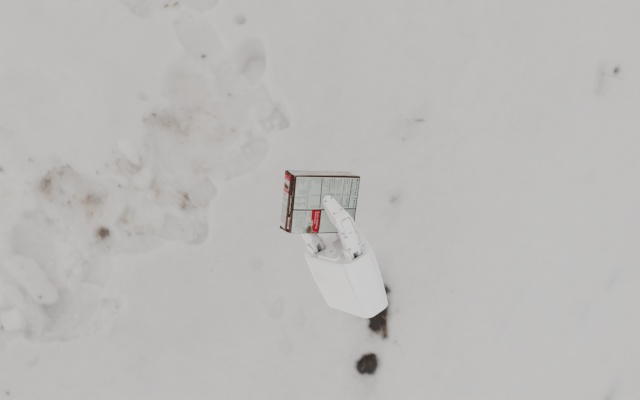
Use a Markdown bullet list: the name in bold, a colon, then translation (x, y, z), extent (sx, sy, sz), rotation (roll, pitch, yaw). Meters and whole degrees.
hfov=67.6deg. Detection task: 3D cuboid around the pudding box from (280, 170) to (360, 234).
- **pudding box**: translation (0.000, 0.002, 0.712), extent (0.113, 0.090, 0.039), rotation (0, 13, -29)
